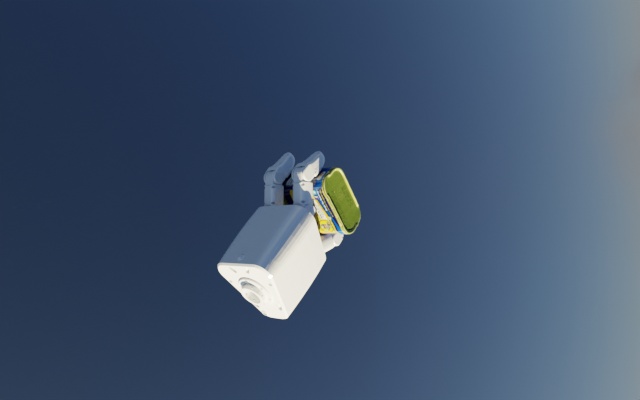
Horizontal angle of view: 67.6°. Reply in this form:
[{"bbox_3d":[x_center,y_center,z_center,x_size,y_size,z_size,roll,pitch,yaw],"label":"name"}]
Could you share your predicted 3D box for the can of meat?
[{"bbox_3d":[0.000,0.002,0.681,0.084,0.102,0.057,-3,36,39],"label":"can of meat"}]
